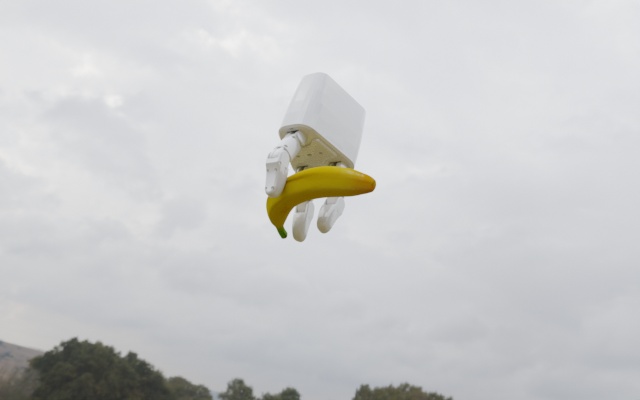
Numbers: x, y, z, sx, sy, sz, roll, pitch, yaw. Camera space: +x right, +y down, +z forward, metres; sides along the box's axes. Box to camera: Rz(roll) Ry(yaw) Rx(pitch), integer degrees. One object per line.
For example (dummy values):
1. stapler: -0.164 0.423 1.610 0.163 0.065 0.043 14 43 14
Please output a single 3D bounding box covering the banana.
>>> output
1. banana: -0.016 -0.007 0.596 0.070 0.037 0.198 35 -37 -21
